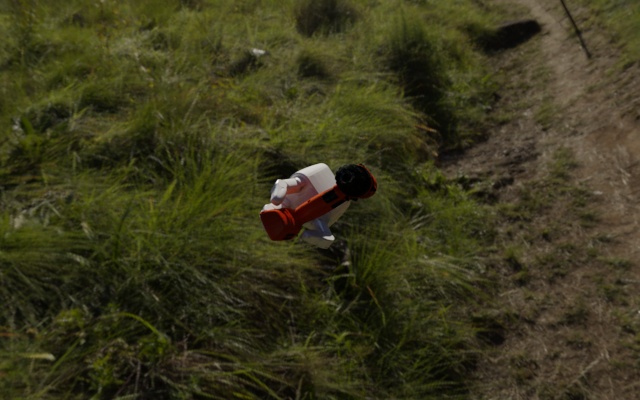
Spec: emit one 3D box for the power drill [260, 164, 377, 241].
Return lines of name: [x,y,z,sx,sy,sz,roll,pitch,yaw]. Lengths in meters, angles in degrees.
power drill: [0.000,0.003,0.771,0.187,0.057,0.184,-26,-10,12]
